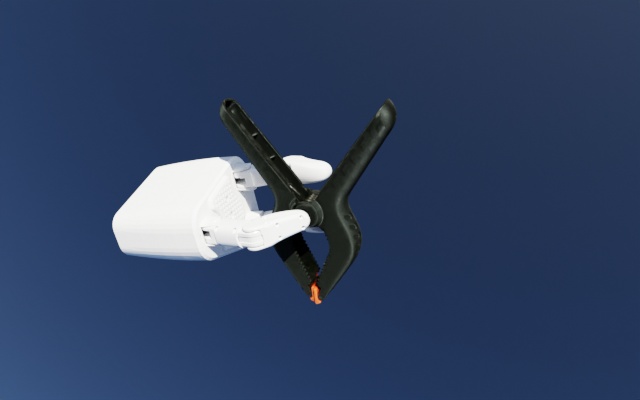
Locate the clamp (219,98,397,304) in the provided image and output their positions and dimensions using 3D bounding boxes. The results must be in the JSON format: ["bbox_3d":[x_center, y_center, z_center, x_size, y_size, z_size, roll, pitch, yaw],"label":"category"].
[{"bbox_3d":[0.000,0.002,0.442,0.164,0.210,0.036,-1,23,26],"label":"clamp"}]
